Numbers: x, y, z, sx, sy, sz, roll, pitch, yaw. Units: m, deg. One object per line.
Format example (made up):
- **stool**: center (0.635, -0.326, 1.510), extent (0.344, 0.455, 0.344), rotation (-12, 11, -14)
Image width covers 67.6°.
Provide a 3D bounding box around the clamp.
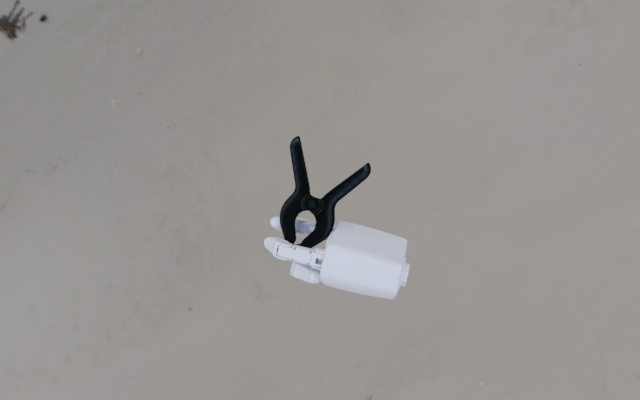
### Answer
- **clamp**: center (0.000, 0.002, 0.683), extent (0.120, 0.171, 0.039), rotation (13, 5, 9)
